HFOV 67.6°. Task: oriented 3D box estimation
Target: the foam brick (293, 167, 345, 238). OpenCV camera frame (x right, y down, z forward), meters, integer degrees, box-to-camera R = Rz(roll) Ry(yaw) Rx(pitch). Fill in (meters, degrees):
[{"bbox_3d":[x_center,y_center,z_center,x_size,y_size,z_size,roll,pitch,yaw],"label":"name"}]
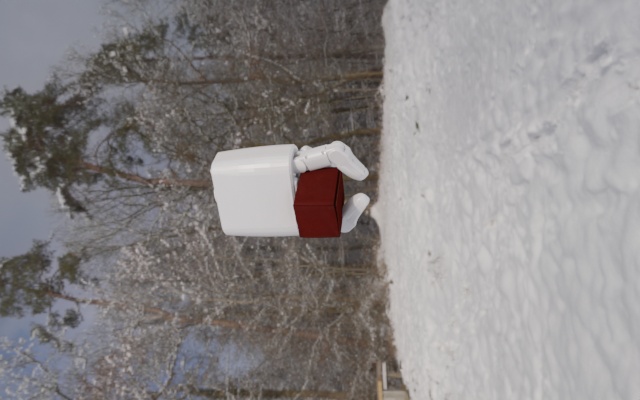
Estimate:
[{"bbox_3d":[0.000,0.002,0.586,0.051,0.053,0.078,-1,38,9],"label":"foam brick"}]
